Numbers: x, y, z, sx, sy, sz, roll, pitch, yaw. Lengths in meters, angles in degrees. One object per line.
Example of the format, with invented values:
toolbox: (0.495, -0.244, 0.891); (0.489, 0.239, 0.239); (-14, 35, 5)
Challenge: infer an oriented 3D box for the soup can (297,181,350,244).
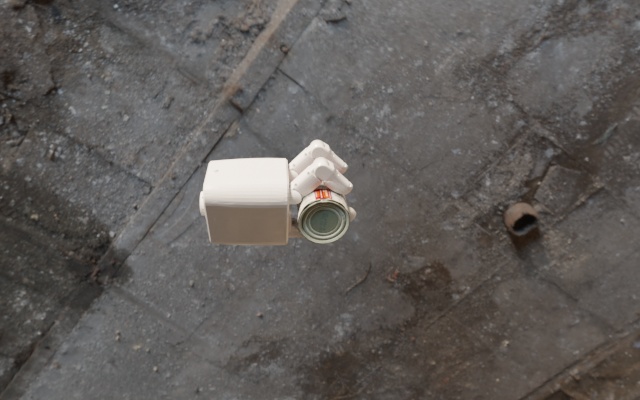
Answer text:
soup can: (0.001, 0.002, 0.637); (0.068, 0.068, 0.102); (0, 31, -6)
